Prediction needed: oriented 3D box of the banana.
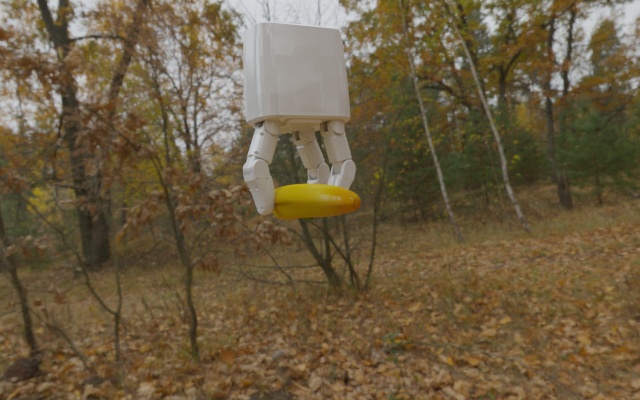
[{"bbox_3d":[-0.019,0.002,0.526,0.069,0.037,0.198,1,-4,-14],"label":"banana"}]
